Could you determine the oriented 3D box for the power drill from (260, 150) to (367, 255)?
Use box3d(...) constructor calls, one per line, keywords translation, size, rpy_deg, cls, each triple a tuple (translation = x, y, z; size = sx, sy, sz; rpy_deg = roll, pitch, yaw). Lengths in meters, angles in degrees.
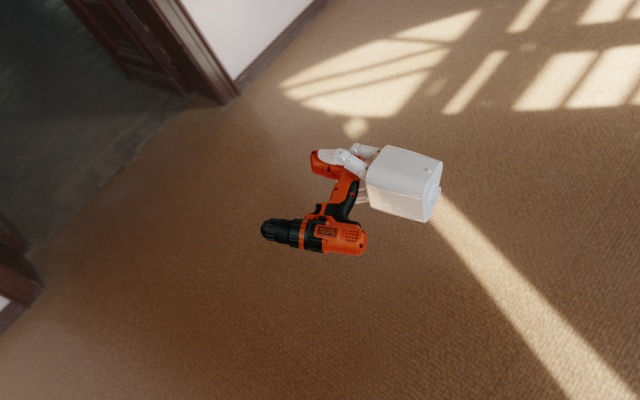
box3d(translation=(0.000, 0.002, 0.847), size=(0.184, 0.187, 0.057), rpy_deg=(9, -27, 8), cls="power drill")
